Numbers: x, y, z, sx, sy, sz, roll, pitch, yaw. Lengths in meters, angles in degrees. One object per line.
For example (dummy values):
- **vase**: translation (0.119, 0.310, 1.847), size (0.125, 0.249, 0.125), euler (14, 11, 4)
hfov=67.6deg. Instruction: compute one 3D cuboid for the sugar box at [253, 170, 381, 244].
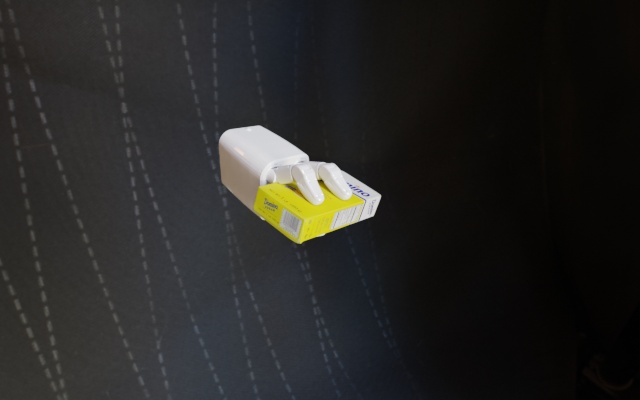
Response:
- **sugar box**: translation (0.000, 0.002, 0.690), size (0.093, 0.048, 0.176), euler (34, 34, 29)
